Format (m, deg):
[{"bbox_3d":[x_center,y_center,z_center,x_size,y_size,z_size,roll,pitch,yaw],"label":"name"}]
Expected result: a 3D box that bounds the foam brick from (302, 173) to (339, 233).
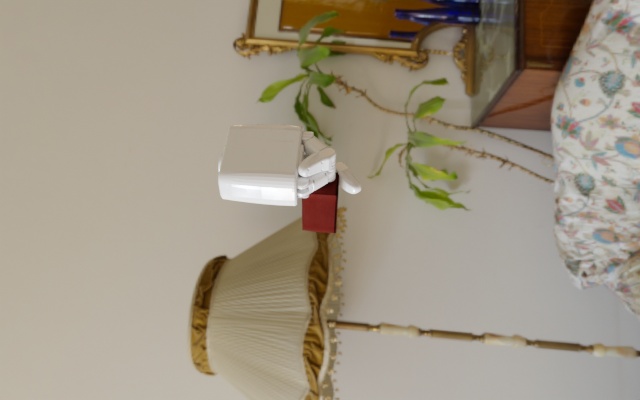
[{"bbox_3d":[0.000,0.003,0.706,0.051,0.078,0.053,3,42,2],"label":"foam brick"}]
